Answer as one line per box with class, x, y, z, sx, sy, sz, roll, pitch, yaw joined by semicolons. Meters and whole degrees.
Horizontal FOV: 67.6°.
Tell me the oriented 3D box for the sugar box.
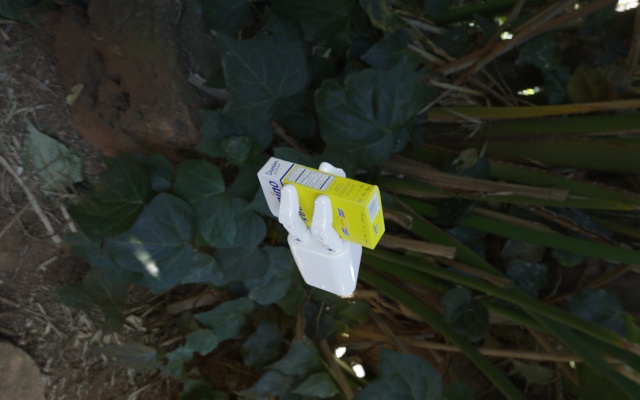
sugar box;0.000;0.003;0.679;0.176;0.093;0.048;14;51;27
